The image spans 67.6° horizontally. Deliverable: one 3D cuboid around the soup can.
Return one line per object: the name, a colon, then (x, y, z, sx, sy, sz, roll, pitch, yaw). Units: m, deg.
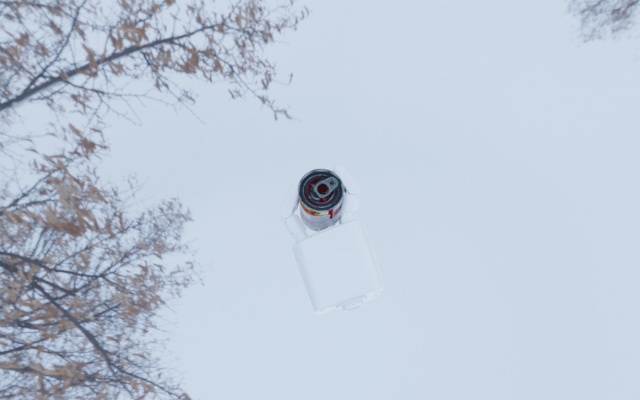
soup can: (0.000, 0.002, 0.741, 0.068, 0.068, 0.102, 0, -21, -1)
